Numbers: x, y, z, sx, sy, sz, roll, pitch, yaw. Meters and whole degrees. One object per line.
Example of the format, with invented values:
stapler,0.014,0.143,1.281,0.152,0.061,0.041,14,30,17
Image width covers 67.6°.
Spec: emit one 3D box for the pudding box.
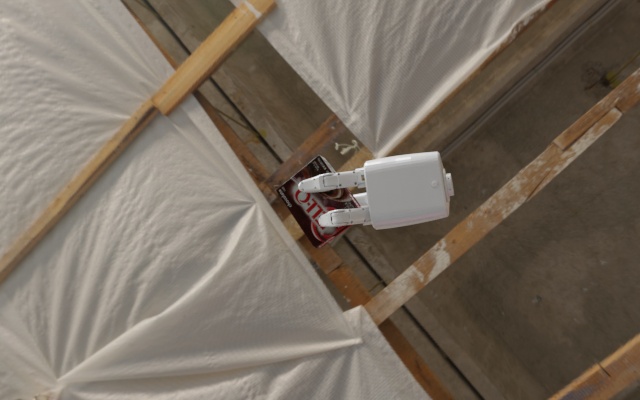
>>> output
pudding box,0.000,0.002,0.725,0.090,0.113,0.039,-38,-14,14
